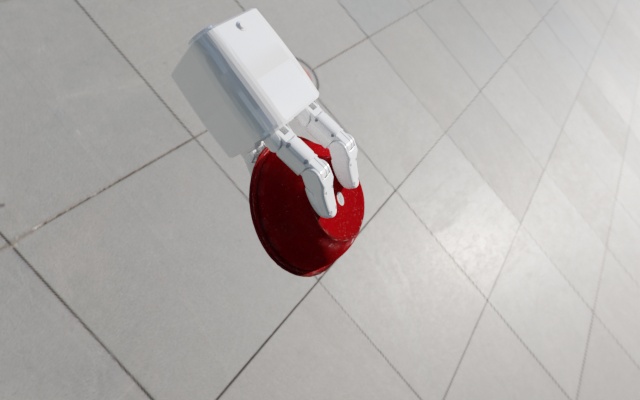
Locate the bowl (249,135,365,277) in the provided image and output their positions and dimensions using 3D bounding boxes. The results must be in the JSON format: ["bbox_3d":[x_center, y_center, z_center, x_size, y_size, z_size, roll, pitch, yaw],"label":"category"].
[{"bbox_3d":[0.001,0.003,0.525,0.055,0.162,0.162,-11,-7,40],"label":"bowl"}]
